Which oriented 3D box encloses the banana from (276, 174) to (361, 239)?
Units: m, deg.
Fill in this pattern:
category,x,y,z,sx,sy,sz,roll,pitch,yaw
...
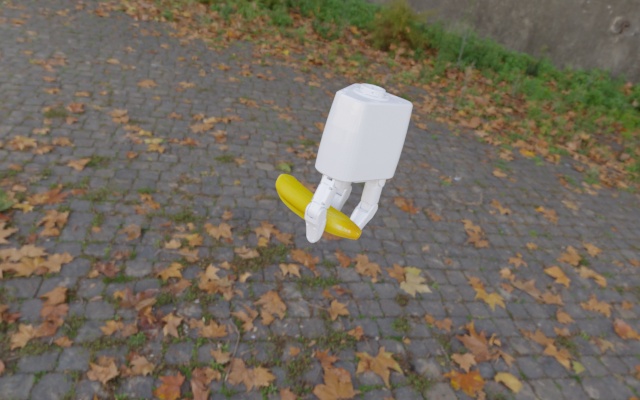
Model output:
category,x,y,z,sx,sy,sz,roll,pitch,yaw
banana,-0.017,0.001,0.702,0.069,0.037,0.197,1,25,-33
